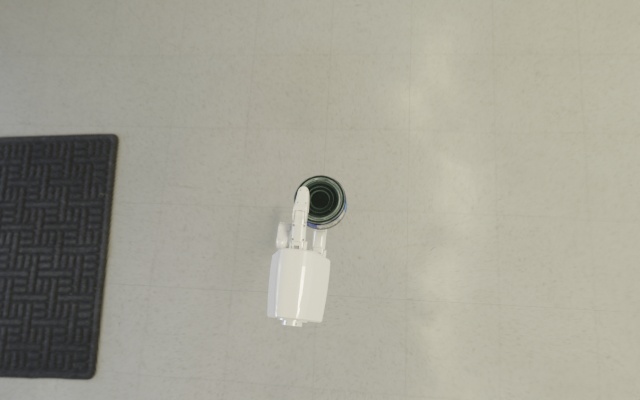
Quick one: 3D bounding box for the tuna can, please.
[{"bbox_3d":[0.000,0.002,0.778,0.086,0.086,0.034,0,-18,6],"label":"tuna can"}]
